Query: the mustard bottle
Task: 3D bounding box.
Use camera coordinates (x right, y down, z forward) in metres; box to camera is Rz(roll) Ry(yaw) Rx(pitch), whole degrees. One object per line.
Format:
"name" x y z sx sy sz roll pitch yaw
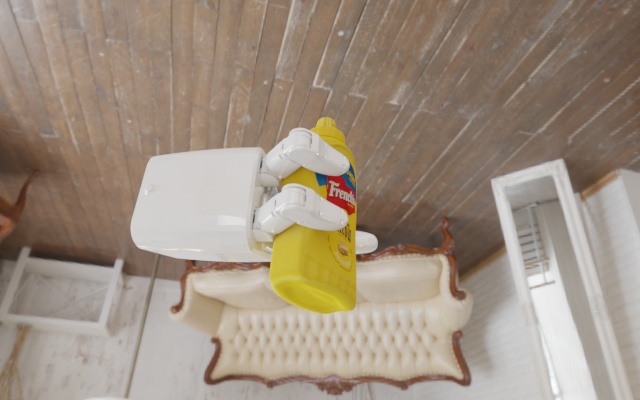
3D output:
"mustard bottle" 0.000 0.002 0.449 0.058 0.191 0.096 -15 -35 29
